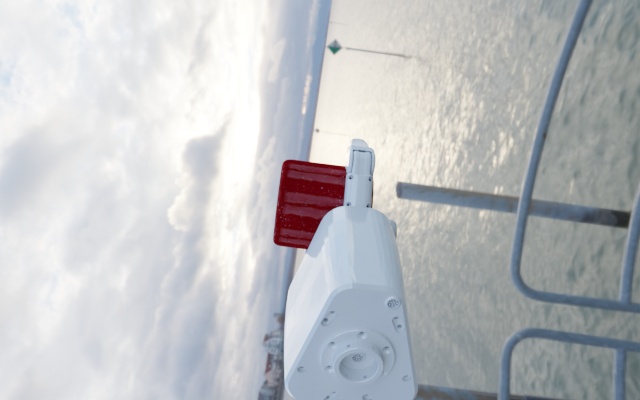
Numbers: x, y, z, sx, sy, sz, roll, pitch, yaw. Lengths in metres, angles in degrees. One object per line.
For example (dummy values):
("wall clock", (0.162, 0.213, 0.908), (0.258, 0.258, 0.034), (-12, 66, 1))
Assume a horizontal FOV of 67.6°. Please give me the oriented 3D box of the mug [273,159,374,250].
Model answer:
("mug", (0.000, 0.001, 0.459), (0.081, 0.093, 0.117), (7, 23, -4))
